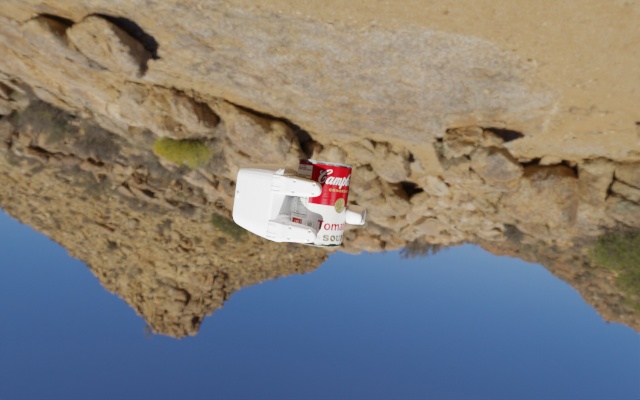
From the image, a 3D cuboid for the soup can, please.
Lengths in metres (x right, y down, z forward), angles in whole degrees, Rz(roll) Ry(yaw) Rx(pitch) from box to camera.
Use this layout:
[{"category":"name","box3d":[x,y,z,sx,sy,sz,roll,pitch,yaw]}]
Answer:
[{"category":"soup can","box3d":[0.000,0.002,0.599,0.068,0.102,0.068,8,3,0]}]
